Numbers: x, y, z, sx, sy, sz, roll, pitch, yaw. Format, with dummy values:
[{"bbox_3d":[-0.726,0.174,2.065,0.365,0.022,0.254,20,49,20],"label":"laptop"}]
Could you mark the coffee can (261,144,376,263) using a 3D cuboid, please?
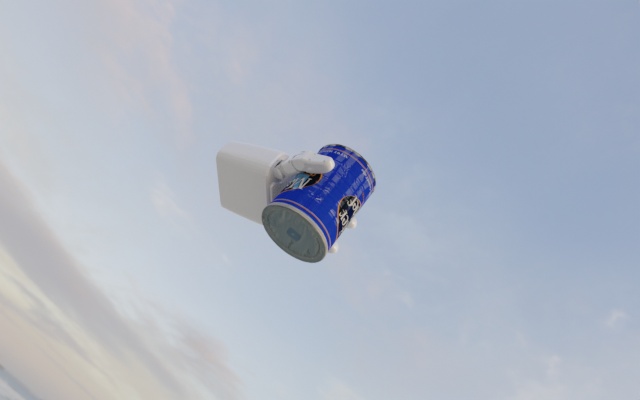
[{"bbox_3d":[0.000,0.002,0.667,0.103,0.103,0.140,0,39,43],"label":"coffee can"}]
